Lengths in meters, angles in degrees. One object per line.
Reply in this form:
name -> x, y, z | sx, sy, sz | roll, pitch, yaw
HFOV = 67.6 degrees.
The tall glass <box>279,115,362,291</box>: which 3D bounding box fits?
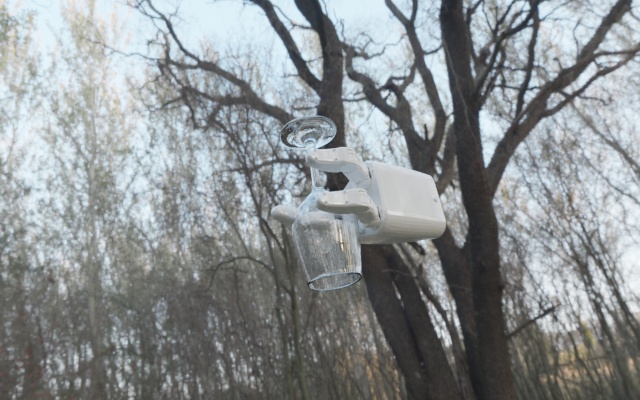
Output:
tall glass -> 0.000, 0.001, 0.570 | 0.079, 0.201, 0.079 | -8, -26, -4
